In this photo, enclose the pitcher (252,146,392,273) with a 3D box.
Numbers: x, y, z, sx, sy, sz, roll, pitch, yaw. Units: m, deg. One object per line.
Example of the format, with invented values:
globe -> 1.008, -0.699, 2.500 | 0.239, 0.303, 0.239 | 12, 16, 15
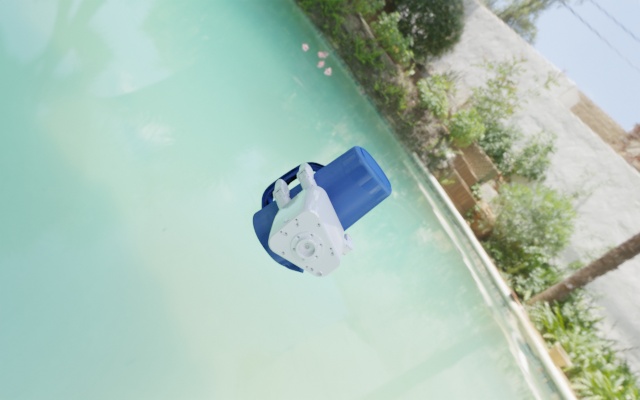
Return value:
pitcher -> 0.000, 0.003, 0.876 | 0.243, 0.149, 0.145 | -37, 14, 15
